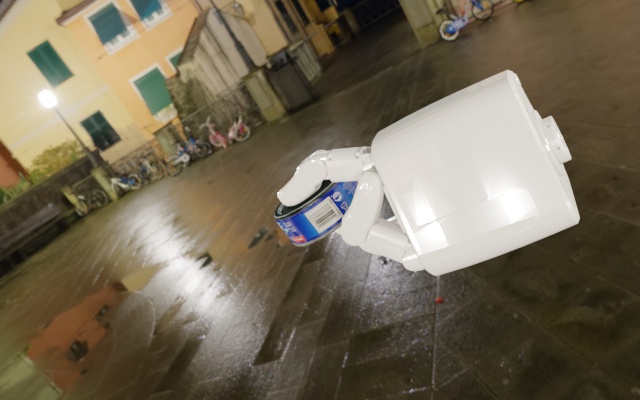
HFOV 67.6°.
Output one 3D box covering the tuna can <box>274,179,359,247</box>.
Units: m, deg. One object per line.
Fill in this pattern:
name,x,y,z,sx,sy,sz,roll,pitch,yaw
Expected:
tuna can,0.000,0.001,0.433,0.086,0.034,0.086,-35,15,10
